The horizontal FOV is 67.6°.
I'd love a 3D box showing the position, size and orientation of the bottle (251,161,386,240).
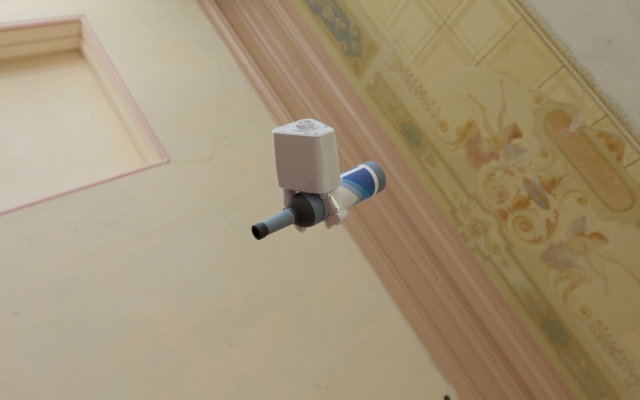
[{"bbox_3d":[0.000,0.003,0.878,0.295,0.069,0.069,-25,16,-36],"label":"bottle"}]
